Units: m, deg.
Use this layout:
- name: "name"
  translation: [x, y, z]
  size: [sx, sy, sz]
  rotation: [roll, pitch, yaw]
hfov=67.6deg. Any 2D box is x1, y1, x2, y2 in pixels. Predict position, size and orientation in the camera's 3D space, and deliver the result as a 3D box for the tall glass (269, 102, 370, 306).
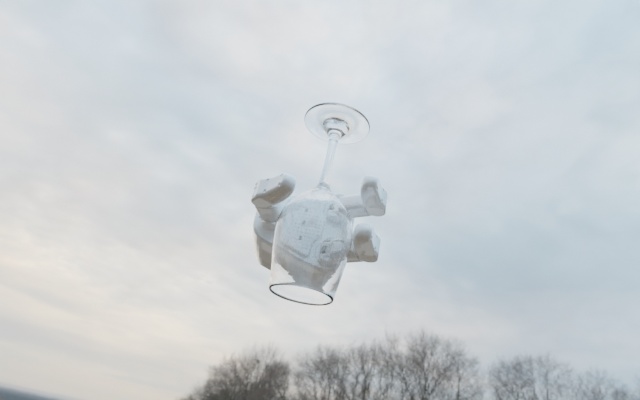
- name: "tall glass"
  translation: [0.000, 0.001, 0.490]
  size: [0.079, 0.201, 0.079]
  rotation: [10, -27, 5]
